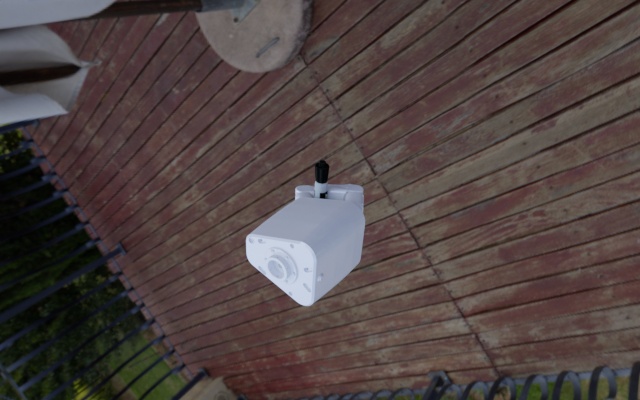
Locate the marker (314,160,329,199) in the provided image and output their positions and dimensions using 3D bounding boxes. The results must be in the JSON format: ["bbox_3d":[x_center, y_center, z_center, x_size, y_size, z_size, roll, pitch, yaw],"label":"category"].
[{"bbox_3d":[0.000,0.002,0.641,0.020,0.121,0.020,2,31,-1],"label":"marker"}]
